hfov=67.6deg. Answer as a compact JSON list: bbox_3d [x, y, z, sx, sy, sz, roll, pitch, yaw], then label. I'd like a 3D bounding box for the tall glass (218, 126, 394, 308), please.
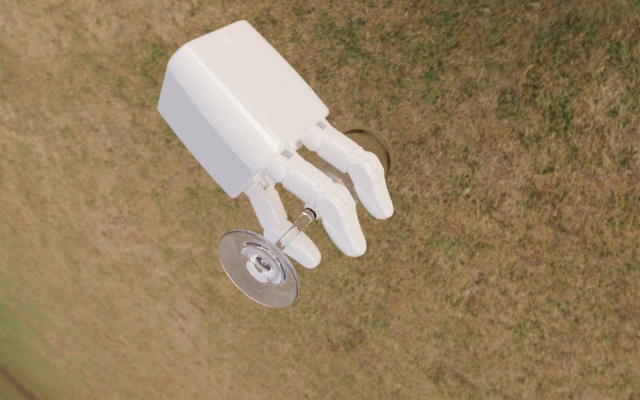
[{"bbox_3d":[0.000,0.002,0.432,0.079,0.079,0.201,0,31,35],"label":"tall glass"}]
